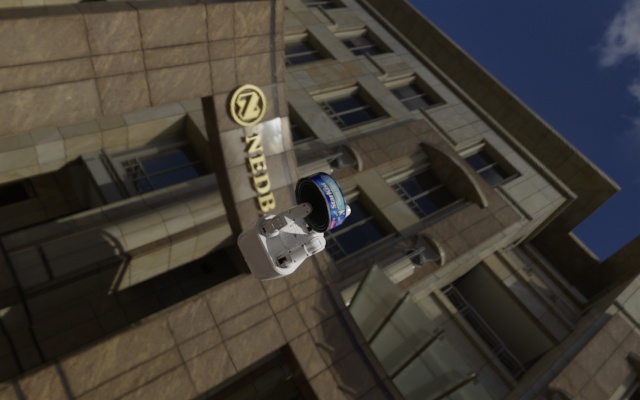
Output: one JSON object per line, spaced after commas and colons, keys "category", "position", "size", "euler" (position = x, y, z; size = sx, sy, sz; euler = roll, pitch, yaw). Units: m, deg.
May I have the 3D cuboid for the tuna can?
{"category": "tuna can", "position": [0.001, 0.002, 0.698], "size": [0.033, 0.086, 0.086], "euler": [-22, 11, -29]}
